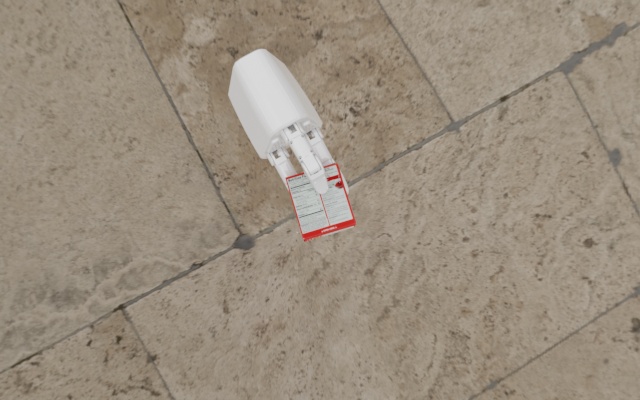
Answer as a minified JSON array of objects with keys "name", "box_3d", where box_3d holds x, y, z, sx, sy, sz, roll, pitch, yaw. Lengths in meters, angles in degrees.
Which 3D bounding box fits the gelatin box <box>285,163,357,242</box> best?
[{"name":"gelatin box","box_3d":[0.000,0.002,0.636,0.073,0.089,0.030,-17,-10,-2]}]
